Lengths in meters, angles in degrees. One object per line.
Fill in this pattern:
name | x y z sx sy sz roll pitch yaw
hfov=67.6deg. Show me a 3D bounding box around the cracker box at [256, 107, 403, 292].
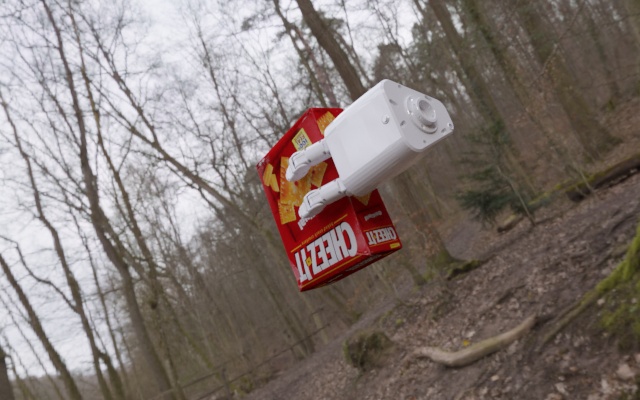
cracker box | 0.000 0.002 0.677 0.072 0.213 0.164 -8 -20 -40
